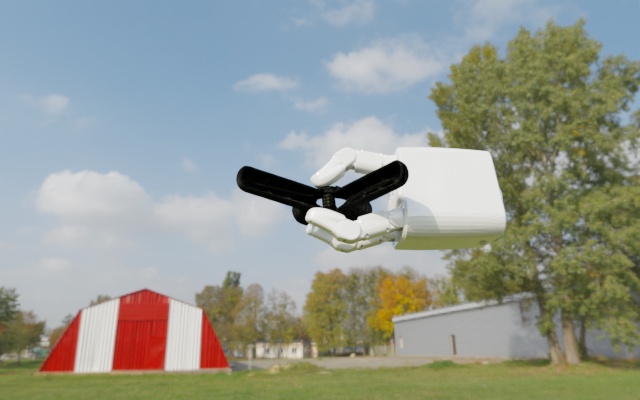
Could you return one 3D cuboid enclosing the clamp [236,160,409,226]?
[{"bbox_3d":[0.000,0.001,0.537,0.164,0.036,0.210,1,-17,0],"label":"clamp"}]
